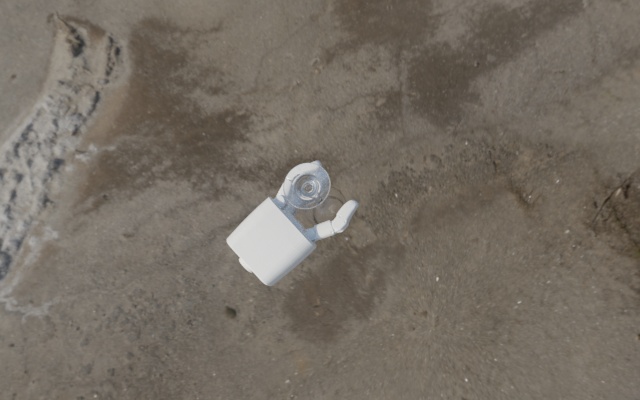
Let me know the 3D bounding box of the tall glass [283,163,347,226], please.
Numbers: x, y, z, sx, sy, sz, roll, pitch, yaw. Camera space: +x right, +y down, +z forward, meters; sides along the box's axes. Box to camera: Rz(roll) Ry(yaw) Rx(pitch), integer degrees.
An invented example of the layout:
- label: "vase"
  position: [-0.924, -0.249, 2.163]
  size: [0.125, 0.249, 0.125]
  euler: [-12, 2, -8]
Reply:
- label: "tall glass"
  position: [0.000, 0.002, 0.818]
  size: [0.079, 0.079, 0.201]
  euler: [0, -14, 13]
